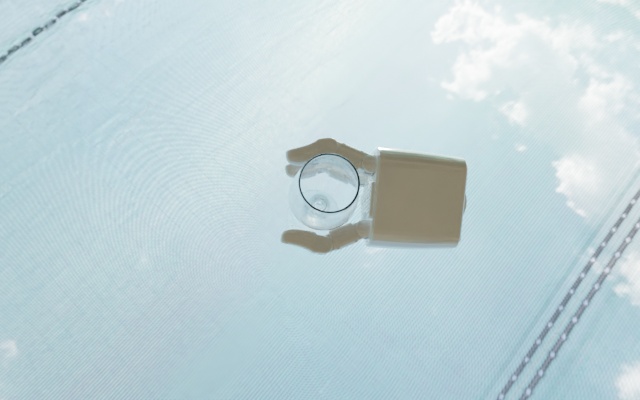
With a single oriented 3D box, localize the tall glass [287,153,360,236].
[{"bbox_3d":[0.000,0.002,0.569,0.079,0.079,0.201,0,-11,-5],"label":"tall glass"}]
